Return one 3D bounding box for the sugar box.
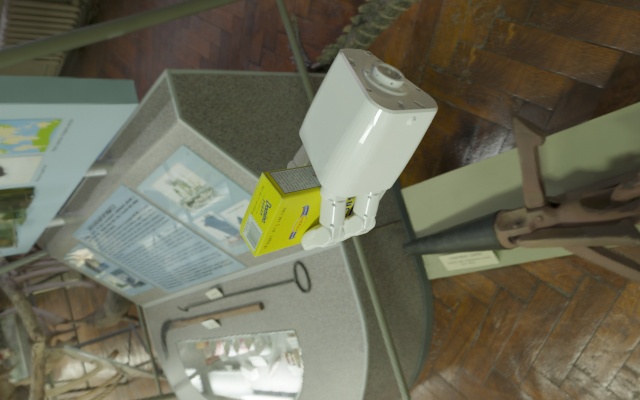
[{"bbox_3d":[0.000,0.002,0.547,0.176,0.048,0.093,-11,-37,-39],"label":"sugar box"}]
